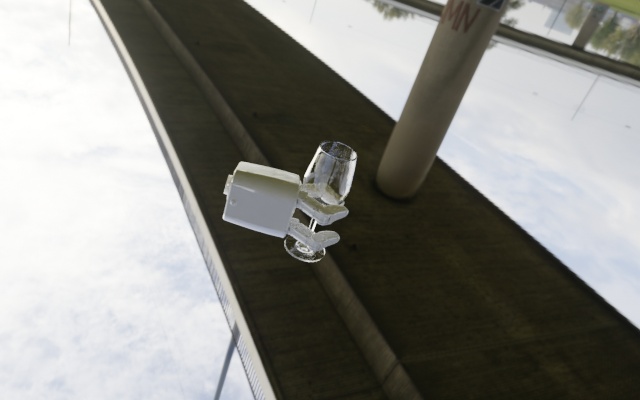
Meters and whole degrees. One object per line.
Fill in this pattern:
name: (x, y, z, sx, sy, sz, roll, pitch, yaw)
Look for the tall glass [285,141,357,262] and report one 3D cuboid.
tall glass: (0.000, 0.003, 0.797, 0.079, 0.201, 0.079, 15, 30, -9)
